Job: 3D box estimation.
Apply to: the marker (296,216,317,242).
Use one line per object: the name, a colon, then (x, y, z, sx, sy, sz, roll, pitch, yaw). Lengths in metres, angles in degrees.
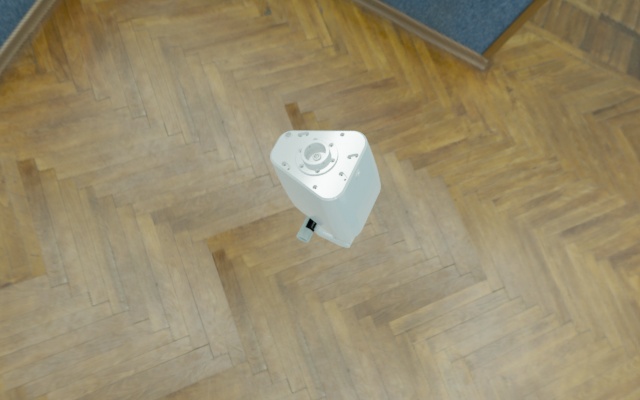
marker: (0.000, 0.002, 0.675, 0.020, 0.121, 0.020, 23, -19, 9)
